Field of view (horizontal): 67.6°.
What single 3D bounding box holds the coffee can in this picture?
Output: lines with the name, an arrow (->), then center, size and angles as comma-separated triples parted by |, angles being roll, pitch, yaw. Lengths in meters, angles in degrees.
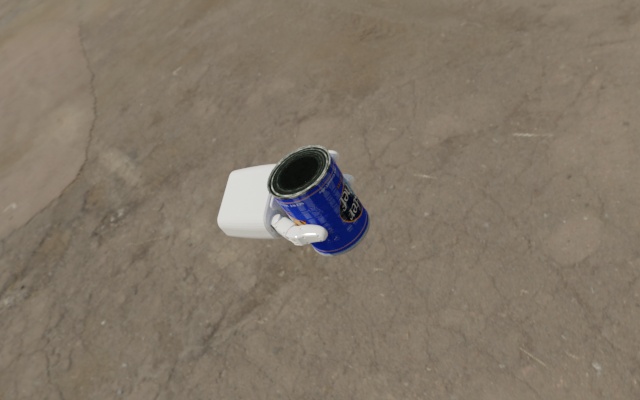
coffee can -> 0.000, 0.002, 0.712 | 0.103, 0.102, 0.140 | 0, -40, 36
